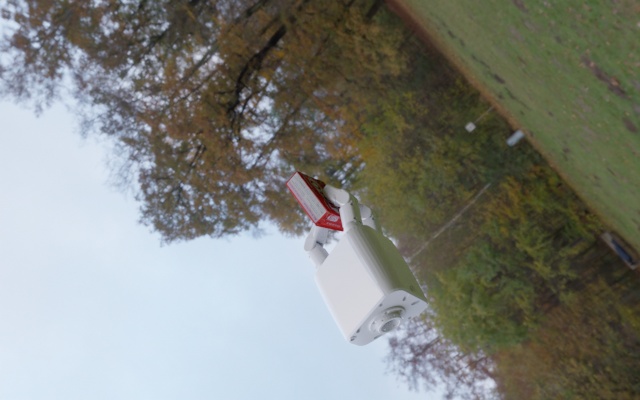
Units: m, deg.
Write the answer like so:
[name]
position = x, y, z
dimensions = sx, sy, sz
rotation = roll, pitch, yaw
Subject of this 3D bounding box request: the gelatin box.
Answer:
[gelatin box]
position = 0.000, 0.002, 0.692
dimensions = 0.073, 0.030, 0.089
rotation = 19, 28, -55
